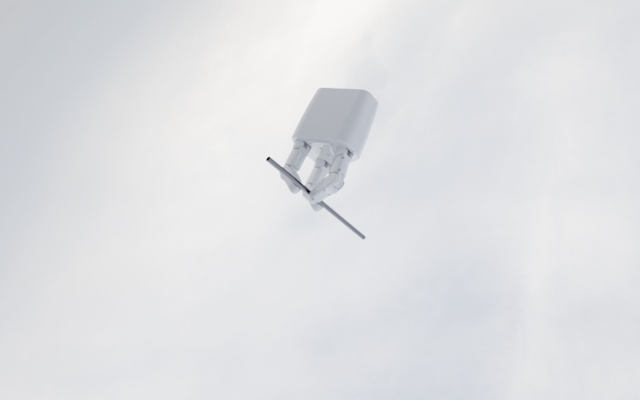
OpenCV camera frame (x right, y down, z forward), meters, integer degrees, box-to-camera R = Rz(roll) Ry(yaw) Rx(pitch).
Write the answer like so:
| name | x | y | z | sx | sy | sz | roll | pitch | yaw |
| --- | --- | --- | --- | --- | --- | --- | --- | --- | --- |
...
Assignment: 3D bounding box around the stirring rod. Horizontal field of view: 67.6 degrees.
| name | x | y | z | sx | sy | sz | roll | pitch | yaw |
| --- | --- | --- | --- | --- | --- | --- | --- | --- | --- |
| stirring rod | 0.000 | 0.002 | 0.744 | 0.011 | 0.011 | 0.240 | 0 | -31 | 46 |
